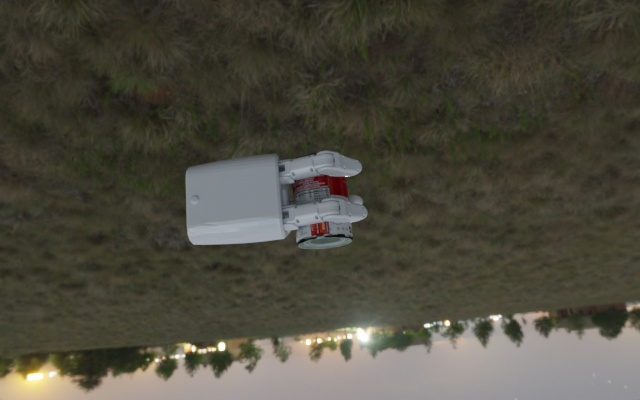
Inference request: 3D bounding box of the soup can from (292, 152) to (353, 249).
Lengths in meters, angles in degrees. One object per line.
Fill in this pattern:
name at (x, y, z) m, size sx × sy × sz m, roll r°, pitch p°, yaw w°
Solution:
soup can at (0.001, 0.002, 0.570) m, size 0.068 × 0.102 × 0.068 m, roll -5°, pitch -16°, yaw -2°
